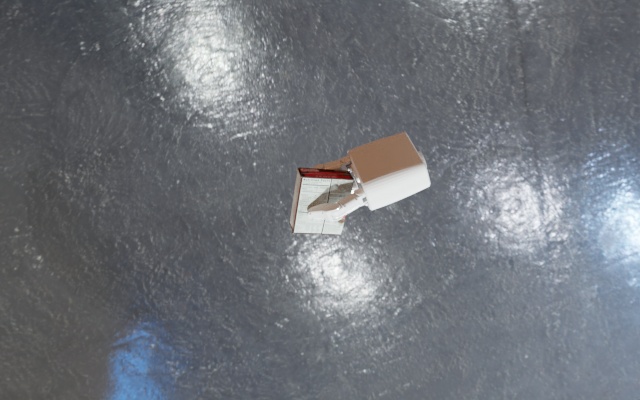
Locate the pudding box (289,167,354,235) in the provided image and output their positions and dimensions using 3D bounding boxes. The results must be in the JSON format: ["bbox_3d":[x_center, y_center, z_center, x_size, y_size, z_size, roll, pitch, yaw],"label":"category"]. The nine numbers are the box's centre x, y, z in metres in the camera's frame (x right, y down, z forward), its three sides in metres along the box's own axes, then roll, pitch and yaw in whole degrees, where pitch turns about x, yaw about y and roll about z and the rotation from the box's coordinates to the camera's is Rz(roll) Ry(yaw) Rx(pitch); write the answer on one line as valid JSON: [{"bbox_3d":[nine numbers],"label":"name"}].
[{"bbox_3d":[0.000,0.003,0.798,0.090,0.113,0.039,3,27,-13],"label":"pudding box"}]
